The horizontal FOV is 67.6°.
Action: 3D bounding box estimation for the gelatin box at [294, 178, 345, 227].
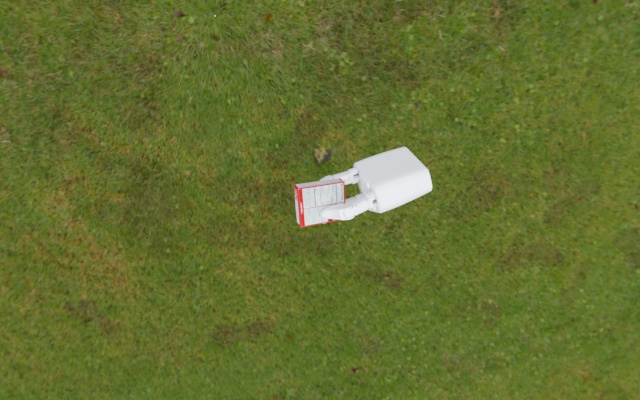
[{"bbox_3d":[0.000,0.003,0.853,0.089,0.073,0.030,-10,21,-16],"label":"gelatin box"}]
